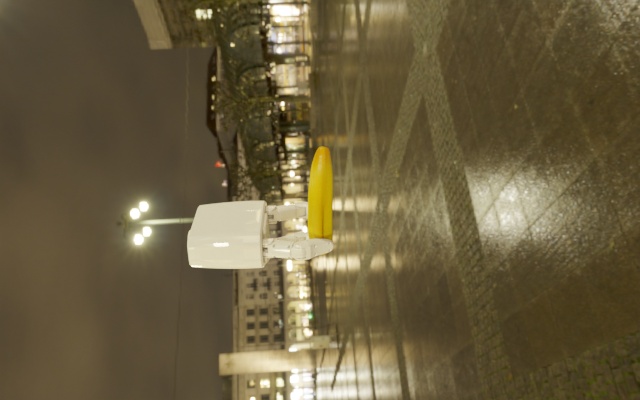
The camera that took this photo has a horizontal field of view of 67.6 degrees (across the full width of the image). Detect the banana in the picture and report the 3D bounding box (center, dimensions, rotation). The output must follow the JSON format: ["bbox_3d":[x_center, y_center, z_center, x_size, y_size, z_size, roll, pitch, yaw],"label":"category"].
[{"bbox_3d":[0.000,0.017,0.701,0.037,0.198,0.069,0,42,1],"label":"banana"}]
